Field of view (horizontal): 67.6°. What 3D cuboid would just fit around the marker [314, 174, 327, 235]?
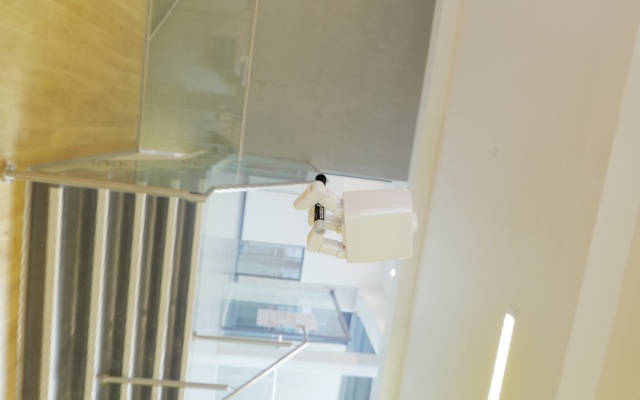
[{"bbox_3d":[0.000,0.002,0.745,0.020,0.121,0.020,1,-45,1],"label":"marker"}]
